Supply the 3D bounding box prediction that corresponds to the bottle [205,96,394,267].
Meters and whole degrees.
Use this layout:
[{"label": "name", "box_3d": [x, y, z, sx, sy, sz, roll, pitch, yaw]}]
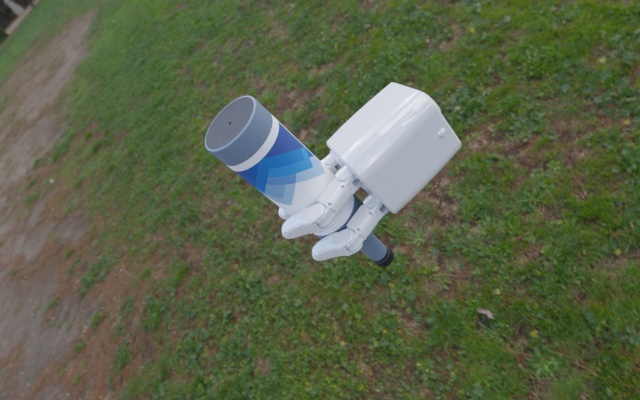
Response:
[{"label": "bottle", "box_3d": [0.000, 0.002, 0.544, 0.069, 0.069, 0.296, 0, -31, 43]}]
